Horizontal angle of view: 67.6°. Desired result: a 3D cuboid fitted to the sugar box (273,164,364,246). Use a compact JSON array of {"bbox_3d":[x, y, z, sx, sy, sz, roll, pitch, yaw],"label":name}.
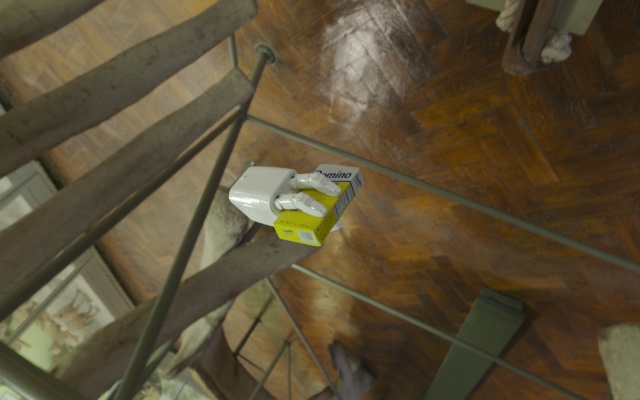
[{"bbox_3d":[0.000,0.003,0.878,0.093,0.048,0.176,9,49,32],"label":"sugar box"}]
